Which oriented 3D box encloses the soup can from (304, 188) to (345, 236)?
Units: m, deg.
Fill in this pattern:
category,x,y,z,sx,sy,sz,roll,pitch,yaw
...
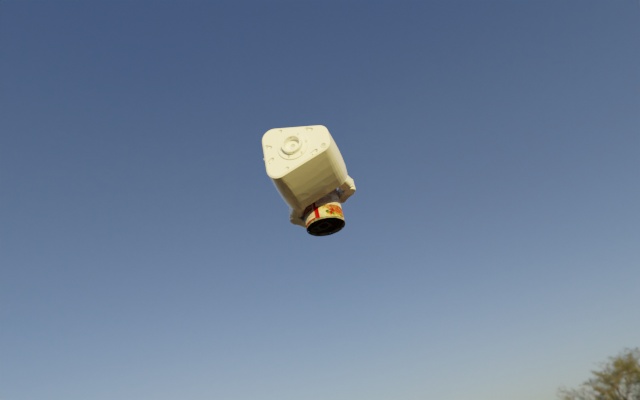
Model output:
category,x,y,z,sx,sy,sz,roll,pitch,yaw
soup can,0.000,0.003,0.841,0.068,0.102,0.068,-9,-30,-5
